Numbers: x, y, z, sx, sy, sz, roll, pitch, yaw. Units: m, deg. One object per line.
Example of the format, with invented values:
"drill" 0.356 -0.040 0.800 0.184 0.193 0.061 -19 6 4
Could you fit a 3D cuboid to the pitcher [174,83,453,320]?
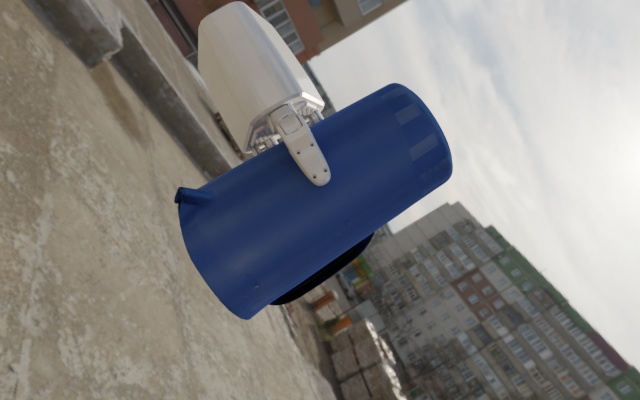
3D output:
"pitcher" 0.000 0.001 0.459 0.243 0.145 0.149 -31 -4 0
